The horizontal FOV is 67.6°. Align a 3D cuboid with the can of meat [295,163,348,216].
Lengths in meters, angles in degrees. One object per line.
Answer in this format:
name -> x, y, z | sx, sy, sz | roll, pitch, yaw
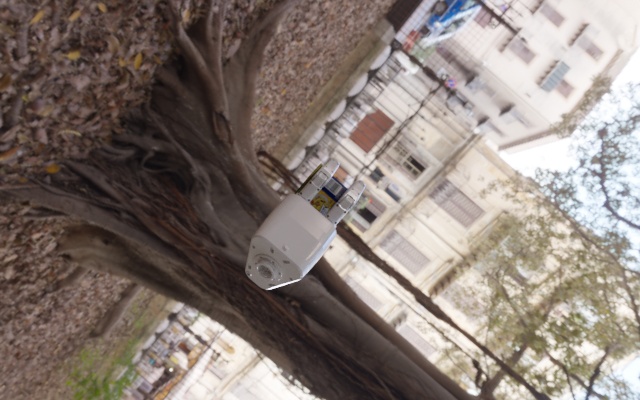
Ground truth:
can of meat -> 0.000, 0.003, 0.794 | 0.102, 0.084, 0.057 | -49, 1, 41
